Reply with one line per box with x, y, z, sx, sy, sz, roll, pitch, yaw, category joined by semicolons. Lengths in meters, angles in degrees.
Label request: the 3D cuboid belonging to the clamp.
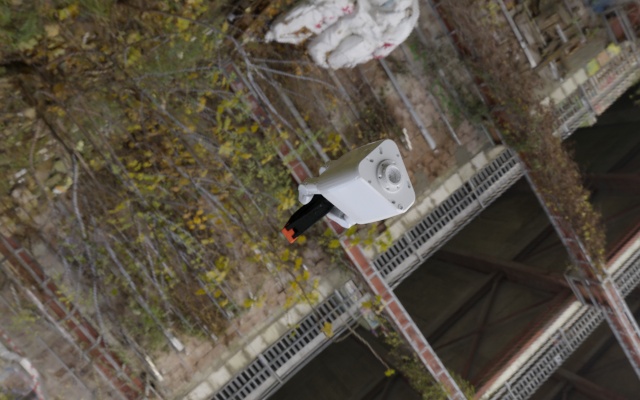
0.000;0.004;0.857;0.210;0.036;0.164;-42;11;-30;clamp
